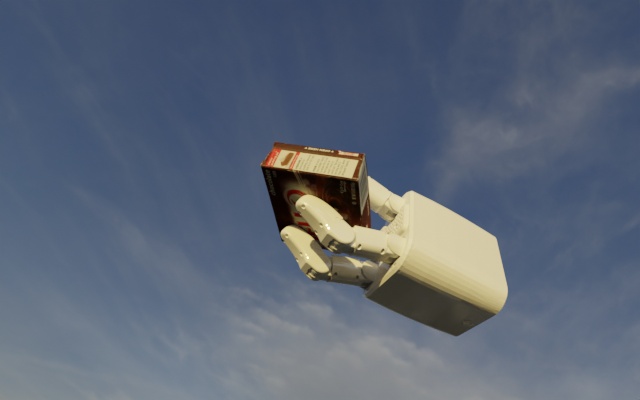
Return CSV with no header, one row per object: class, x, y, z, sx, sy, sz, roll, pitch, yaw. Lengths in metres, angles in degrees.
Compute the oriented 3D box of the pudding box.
pudding box,0.000,0.001,0.453,0.090,0.039,0.114,9,-42,16
